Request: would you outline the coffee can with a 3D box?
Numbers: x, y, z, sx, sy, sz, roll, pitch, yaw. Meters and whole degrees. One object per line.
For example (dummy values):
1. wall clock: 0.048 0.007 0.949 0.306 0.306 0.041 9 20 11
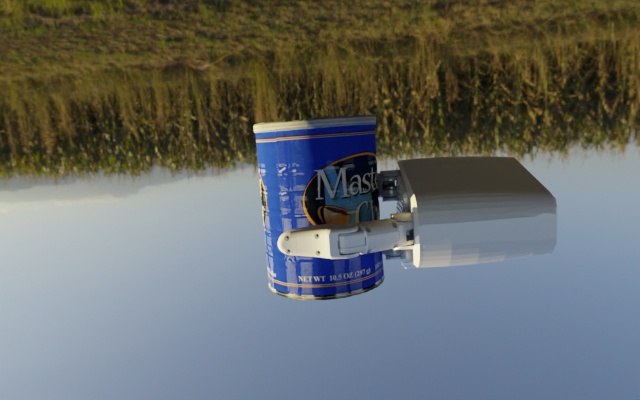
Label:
1. coffee can: 0.000 0.001 0.411 0.103 0.140 0.103 -4 8 1
